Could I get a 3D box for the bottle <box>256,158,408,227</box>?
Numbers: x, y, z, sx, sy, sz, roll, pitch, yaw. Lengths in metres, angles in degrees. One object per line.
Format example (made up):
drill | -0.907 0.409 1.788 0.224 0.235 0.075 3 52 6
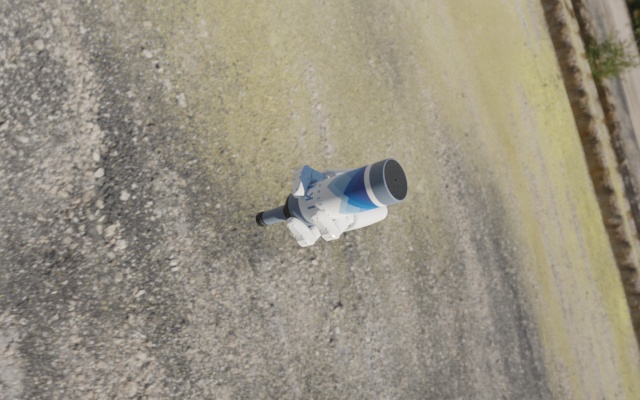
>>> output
bottle | 0.000 0.003 0.788 0.296 0.069 0.069 -17 -11 39
